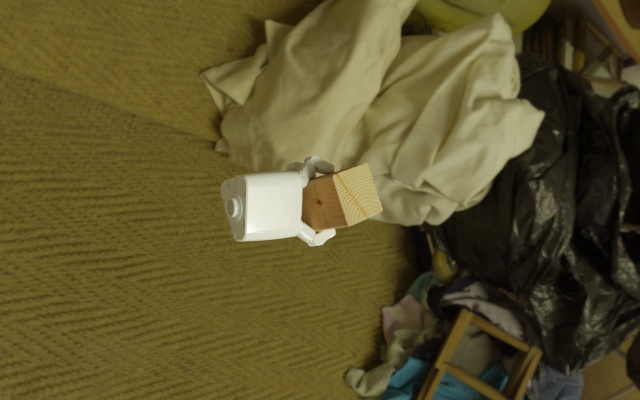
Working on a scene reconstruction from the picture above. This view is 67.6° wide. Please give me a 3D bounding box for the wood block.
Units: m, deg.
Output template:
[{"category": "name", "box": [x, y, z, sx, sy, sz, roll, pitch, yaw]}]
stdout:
[{"category": "wood block", "box": [0.000, 0.003, 0.876, 0.090, 0.091, 0.206, -22, 6, -39]}]
